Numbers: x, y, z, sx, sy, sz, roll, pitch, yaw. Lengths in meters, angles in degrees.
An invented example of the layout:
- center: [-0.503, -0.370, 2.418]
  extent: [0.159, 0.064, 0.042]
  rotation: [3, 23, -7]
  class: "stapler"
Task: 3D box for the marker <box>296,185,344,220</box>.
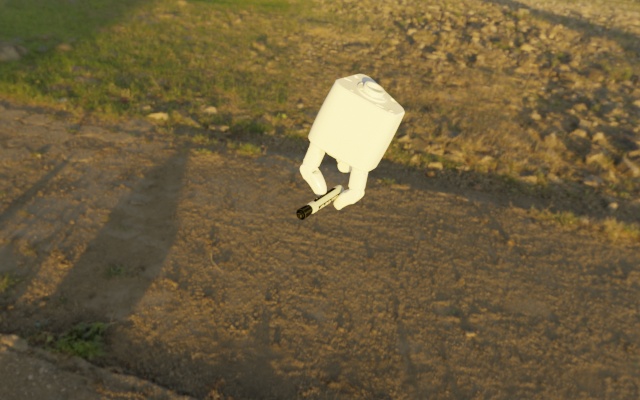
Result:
- center: [0.000, 0.003, 0.773]
  extent: [0.020, 0.020, 0.121]
  rotation: [0, 20, 36]
  class: "marker"
